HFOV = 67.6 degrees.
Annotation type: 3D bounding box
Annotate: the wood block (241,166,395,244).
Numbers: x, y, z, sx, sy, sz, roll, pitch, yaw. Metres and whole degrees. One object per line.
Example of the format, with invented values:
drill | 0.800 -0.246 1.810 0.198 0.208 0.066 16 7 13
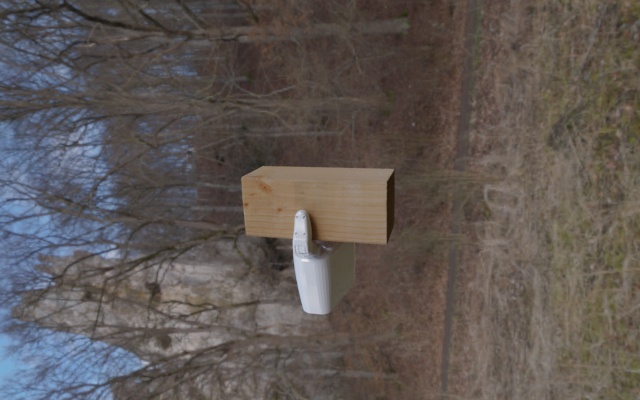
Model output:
wood block | 0.000 0.003 0.696 0.206 0.090 0.090 2 16 14
